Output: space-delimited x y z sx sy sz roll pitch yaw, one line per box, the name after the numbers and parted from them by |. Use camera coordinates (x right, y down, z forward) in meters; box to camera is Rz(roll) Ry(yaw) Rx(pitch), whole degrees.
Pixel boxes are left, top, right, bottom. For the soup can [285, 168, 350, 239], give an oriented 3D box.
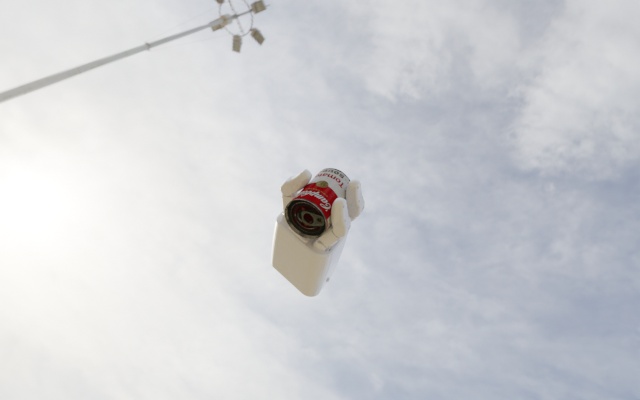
0.000 0.002 0.723 0.068 0.068 0.102 0 30 31 | soup can
